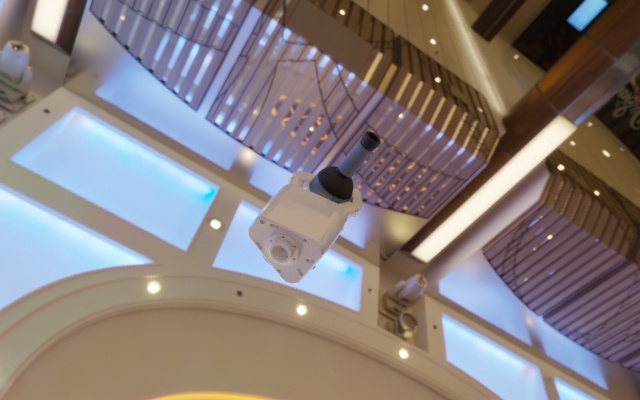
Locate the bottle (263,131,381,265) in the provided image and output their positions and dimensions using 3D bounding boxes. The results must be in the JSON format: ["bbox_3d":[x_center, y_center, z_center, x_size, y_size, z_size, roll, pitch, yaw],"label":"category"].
[{"bbox_3d":[0.000,0.003,0.782,0.069,0.069,0.296,0,-41,-44],"label":"bottle"}]
